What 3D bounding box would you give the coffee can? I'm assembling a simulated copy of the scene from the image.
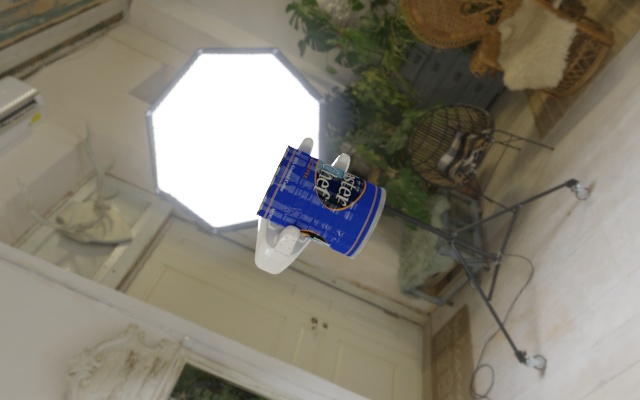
[{"bbox_3d":[0.000,0.002,0.625,0.140,0.103,0.103,25,-3,-6],"label":"coffee can"}]
